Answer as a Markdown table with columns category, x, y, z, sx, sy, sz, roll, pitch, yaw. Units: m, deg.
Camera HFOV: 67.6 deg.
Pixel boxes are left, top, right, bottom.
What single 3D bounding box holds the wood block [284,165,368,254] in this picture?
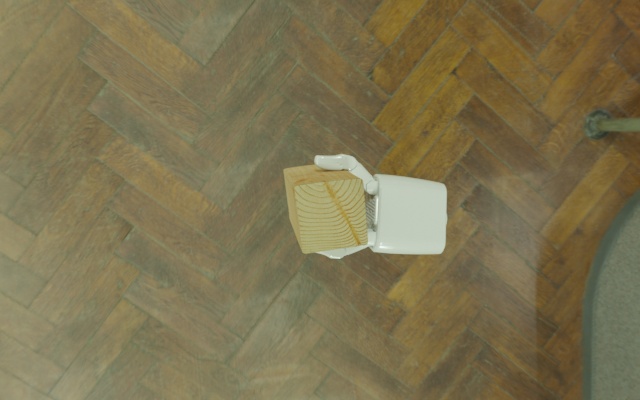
| category | x | y | z | sx | sy | sz | roll | pitch | yaw |
| --- | --- | --- | --- | --- | --- | --- | --- | --- | --- |
| wood block | 0.000 | 0.002 | 0.705 | 0.090 | 0.091 | 0.206 | -7 | 10 | -7 |
